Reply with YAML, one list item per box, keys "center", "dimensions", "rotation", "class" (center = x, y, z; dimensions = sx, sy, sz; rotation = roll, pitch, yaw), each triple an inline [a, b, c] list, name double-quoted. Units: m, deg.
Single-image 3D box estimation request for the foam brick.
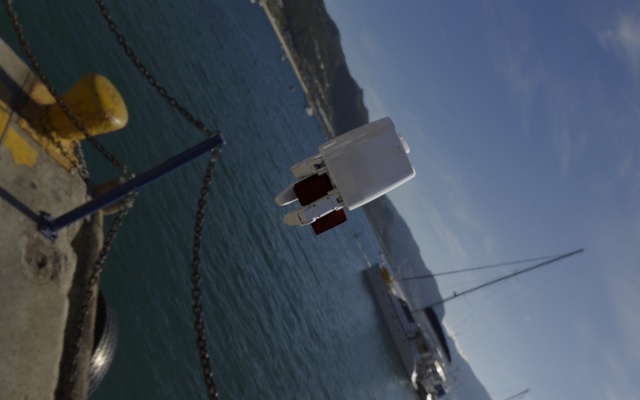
- center: [0.000, 0.003, 0.697]
  dimensions: [0.051, 0.078, 0.053]
  rotation: [-25, 10, 3]
  class: "foam brick"
